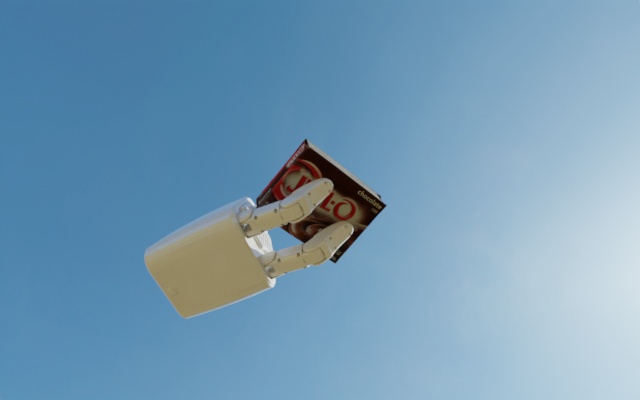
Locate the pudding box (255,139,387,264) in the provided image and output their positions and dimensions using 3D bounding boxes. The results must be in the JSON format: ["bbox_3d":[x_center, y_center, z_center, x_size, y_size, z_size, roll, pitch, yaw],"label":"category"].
[{"bbox_3d":[0.000,0.002,0.522,0.113,0.090,0.039,35,16,-20],"label":"pudding box"}]
